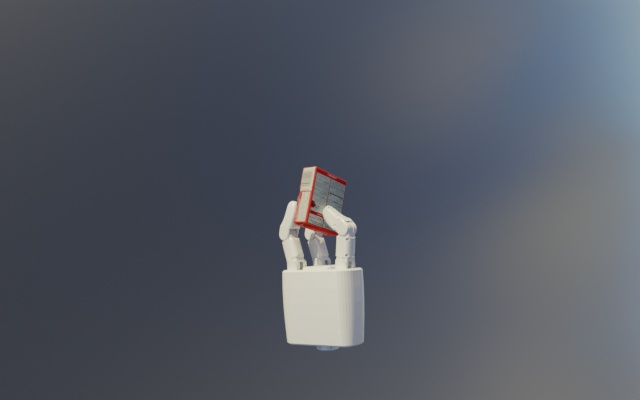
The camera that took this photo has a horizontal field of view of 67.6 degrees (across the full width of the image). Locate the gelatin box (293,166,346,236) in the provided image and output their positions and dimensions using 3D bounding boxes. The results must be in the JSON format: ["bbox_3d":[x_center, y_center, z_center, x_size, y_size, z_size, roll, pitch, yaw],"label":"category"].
[{"bbox_3d":[0.001,0.002,0.718,0.030,0.089,0.073,-2,-17,43],"label":"gelatin box"}]
